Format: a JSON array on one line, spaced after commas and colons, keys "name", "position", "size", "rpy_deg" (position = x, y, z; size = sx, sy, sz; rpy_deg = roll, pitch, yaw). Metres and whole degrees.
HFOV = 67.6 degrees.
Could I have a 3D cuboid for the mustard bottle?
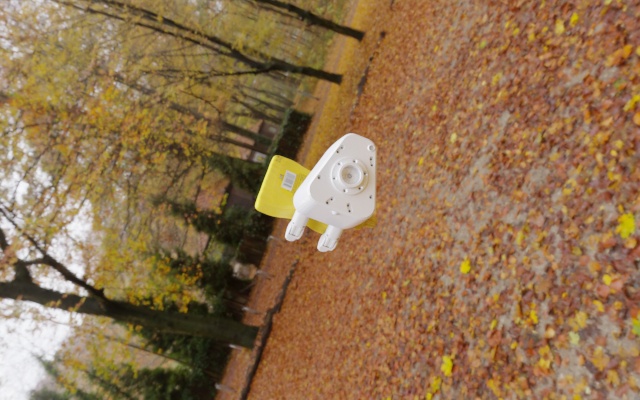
[{"name": "mustard bottle", "position": [0.000, 0.003, 0.761], "size": [0.191, 0.096, 0.058], "rpy_deg": [21, -35, -7]}]
